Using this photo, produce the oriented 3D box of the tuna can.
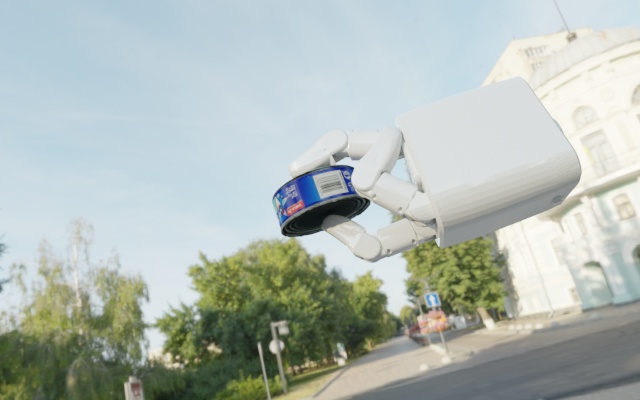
[{"bbox_3d":[0.000,0.001,0.435,0.086,0.033,0.086,-18,-18,-6],"label":"tuna can"}]
